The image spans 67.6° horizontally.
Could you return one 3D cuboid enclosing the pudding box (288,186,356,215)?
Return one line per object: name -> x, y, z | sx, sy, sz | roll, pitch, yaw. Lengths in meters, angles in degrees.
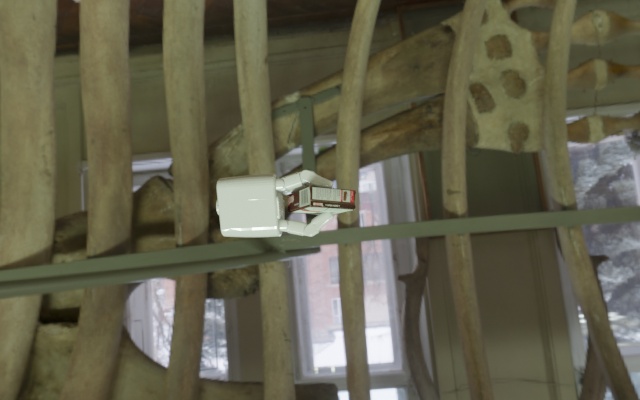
pudding box -> 0.000, 0.003, 0.866 | 0.090, 0.039, 0.113 | 4, -7, -23
